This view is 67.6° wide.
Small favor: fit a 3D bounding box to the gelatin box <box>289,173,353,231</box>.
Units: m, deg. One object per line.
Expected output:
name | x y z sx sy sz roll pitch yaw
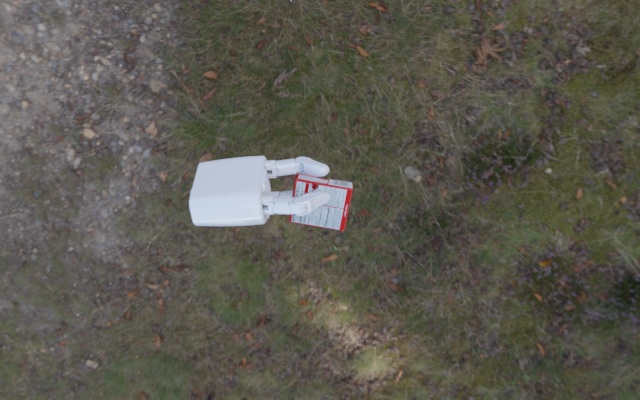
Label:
gelatin box | 0.000 0.003 0.731 0.089 0.073 0.030 10 24 1
